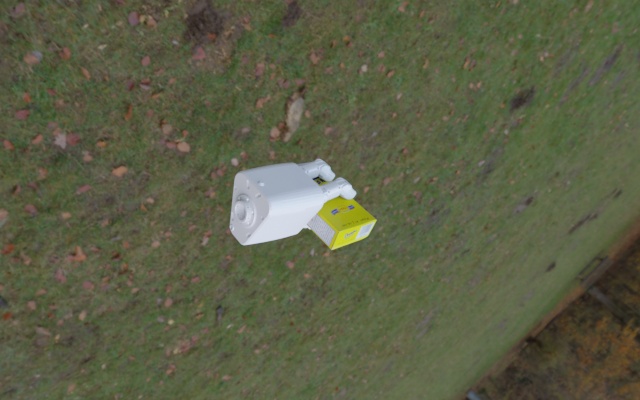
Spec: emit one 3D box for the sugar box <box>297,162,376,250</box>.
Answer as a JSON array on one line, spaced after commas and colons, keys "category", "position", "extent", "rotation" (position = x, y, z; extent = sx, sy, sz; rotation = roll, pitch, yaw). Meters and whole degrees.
[{"category": "sugar box", "position": [0.000, 0.002, 0.805], "extent": [0.093, 0.048, 0.176], "rotation": [-14, 49, -44]}]
